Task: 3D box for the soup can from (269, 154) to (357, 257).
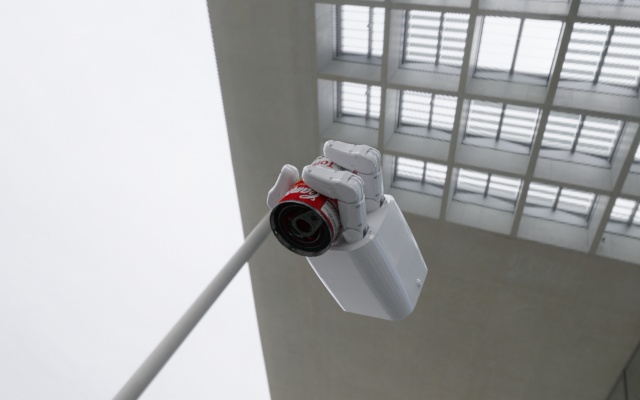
[{"bbox_3d":[0.000,0.001,0.506,0.068,0.068,0.102,0,33,29],"label":"soup can"}]
